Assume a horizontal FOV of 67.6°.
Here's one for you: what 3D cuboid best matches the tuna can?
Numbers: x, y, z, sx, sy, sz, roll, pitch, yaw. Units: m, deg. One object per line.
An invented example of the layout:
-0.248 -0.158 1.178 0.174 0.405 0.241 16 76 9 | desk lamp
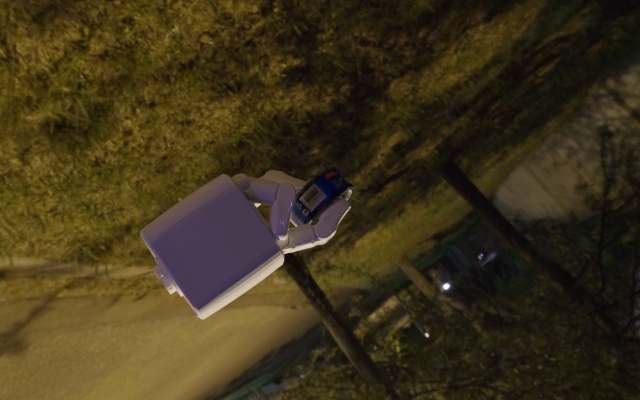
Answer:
0.001 0.002 0.576 0.033 0.086 0.086 46 13 13 | tuna can
